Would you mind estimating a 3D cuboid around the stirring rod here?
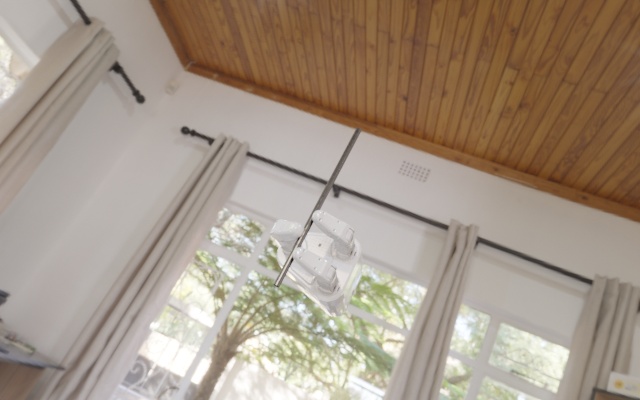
[{"bbox_3d":[0.000,0.002,0.607,0.011,0.239,0.011,24,-22,10],"label":"stirring rod"}]
